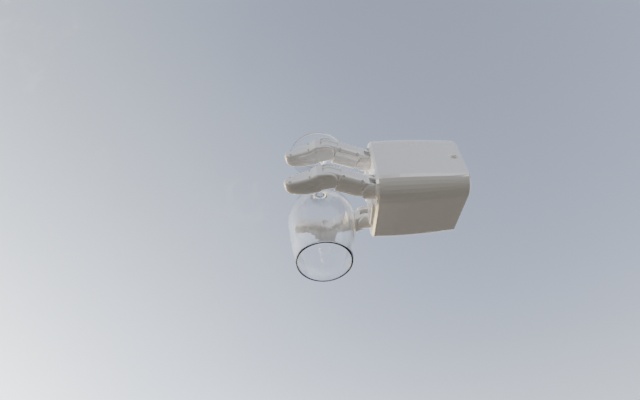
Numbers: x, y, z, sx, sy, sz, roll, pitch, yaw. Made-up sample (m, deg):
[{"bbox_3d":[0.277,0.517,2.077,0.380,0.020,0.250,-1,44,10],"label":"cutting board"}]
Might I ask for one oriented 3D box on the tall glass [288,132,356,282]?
[{"bbox_3d":[0.000,0.002,0.579,0.079,0.079,0.200,0,40,-3],"label":"tall glass"}]
